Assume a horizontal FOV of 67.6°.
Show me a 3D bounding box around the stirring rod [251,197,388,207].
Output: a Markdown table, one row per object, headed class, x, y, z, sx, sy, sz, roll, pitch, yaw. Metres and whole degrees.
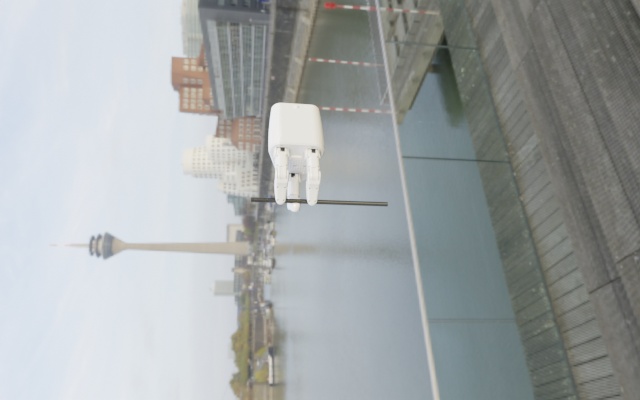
| class | x | y | z | sx | sy | sz | roll | pitch | yaw |
| --- | --- | --- | --- | --- | --- | --- | --- | --- | --- |
| stirring rod | 0.000 | 0.003 | 0.833 | 0.239 | 0.011 | 0.011 | 2 | 0 | -8 |
